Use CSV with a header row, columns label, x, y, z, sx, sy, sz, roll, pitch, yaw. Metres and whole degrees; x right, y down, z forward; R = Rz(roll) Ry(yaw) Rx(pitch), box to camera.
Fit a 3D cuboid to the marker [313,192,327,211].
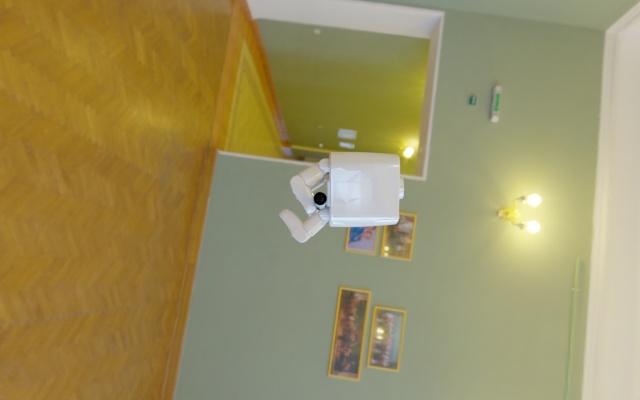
label,x,y,z,sx,sy,sz,roll,pitch,yaw
marker,0.000,0.002,0.705,0.020,0.020,0.121,0,-5,0
